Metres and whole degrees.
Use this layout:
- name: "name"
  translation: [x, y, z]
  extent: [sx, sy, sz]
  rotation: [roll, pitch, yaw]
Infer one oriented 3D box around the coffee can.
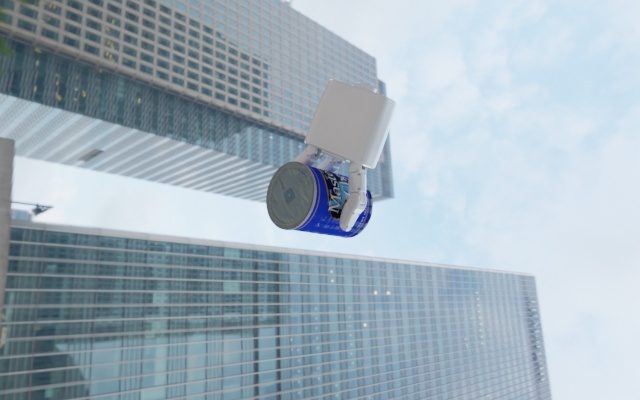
- name: "coffee can"
  translation: [0.000, 0.003, 0.754]
  extent: [0.103, 0.103, 0.140]
  rotation: [0, -8, 43]
